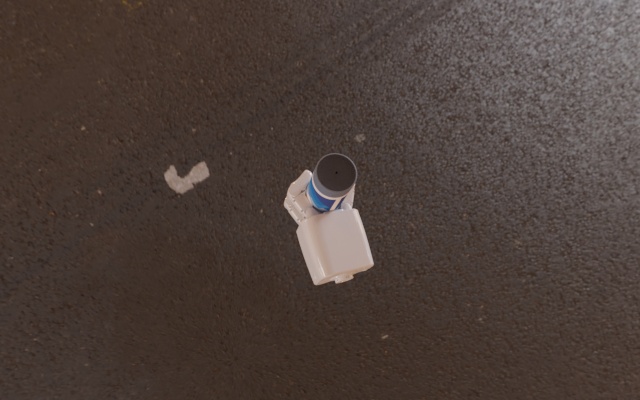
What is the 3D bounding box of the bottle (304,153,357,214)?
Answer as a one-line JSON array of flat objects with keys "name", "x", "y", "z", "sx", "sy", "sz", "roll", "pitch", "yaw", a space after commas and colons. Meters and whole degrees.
[{"name": "bottle", "x": 0.000, "y": 0.003, "z": 0.876, "sx": 0.069, "sy": 0.069, "sz": 0.296, "roll": 0, "pitch": -18, "yaw": -10}]
